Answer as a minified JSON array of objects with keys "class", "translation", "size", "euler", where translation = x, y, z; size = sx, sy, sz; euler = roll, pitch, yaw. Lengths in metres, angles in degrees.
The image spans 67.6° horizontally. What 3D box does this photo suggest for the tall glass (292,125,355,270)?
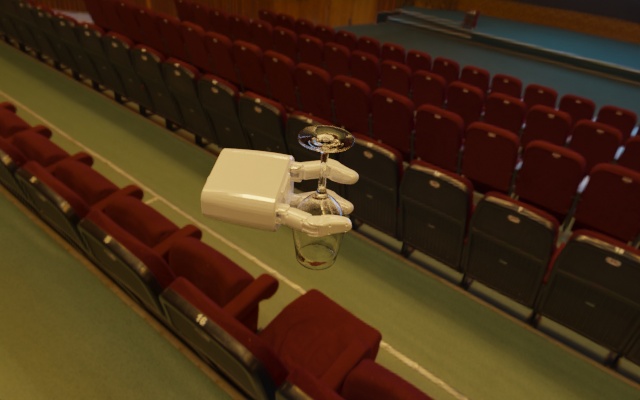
[{"class":"tall glass","translation":[0.000,0.002,0.667],"size":[0.079,0.201,0.079],"euler":[3,33,-2]}]
